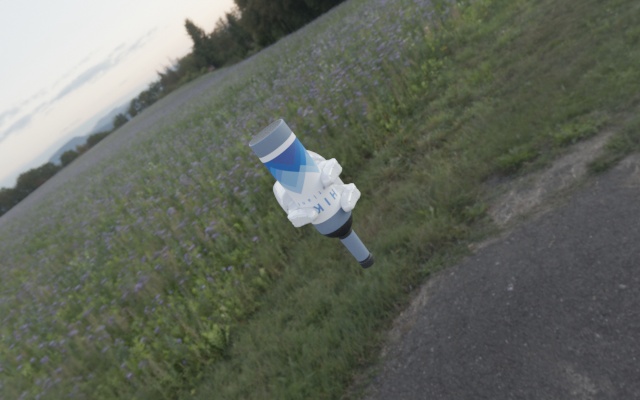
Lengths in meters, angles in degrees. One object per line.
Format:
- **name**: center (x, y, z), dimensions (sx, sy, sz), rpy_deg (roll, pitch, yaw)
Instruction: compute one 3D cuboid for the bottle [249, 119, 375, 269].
- **bottle**: center (0.000, 0.002, 0.791), dimensions (0.069, 0.296, 0.069), rpy_deg (-33, 21, 14)
